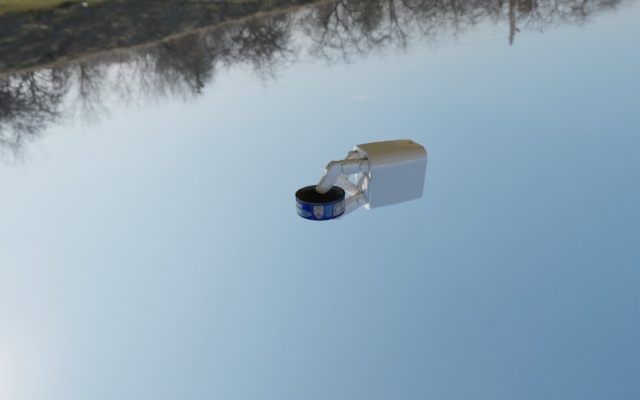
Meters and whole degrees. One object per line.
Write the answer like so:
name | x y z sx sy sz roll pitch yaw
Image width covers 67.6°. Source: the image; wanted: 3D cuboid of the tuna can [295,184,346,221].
tuna can | 0.000 0.003 0.811 0.086 0.034 0.086 -2 23 1
